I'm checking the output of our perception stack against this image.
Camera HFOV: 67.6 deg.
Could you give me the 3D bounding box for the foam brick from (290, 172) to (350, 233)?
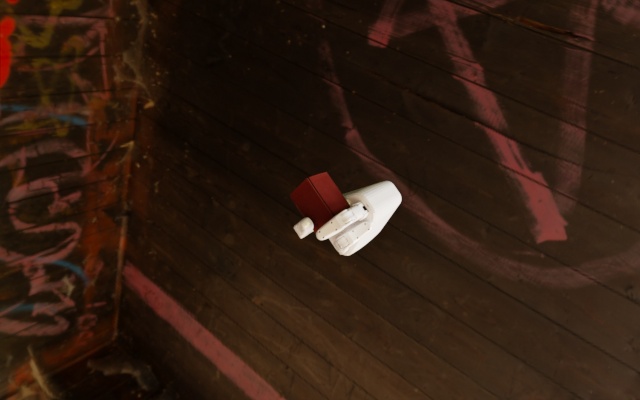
[{"bbox_3d":[0.000,0.002,0.761,0.053,0.078,0.051,-40,-9,39],"label":"foam brick"}]
